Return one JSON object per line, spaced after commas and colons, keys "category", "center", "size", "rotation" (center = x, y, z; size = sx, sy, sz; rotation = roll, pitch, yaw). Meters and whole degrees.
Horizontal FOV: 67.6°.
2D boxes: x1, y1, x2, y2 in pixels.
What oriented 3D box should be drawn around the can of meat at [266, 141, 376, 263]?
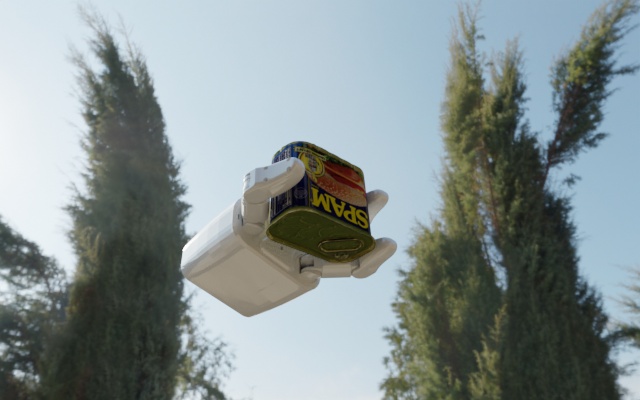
{"category": "can of meat", "center": [0.000, 0.001, 0.450], "size": [0.102, 0.084, 0.057], "rotation": [25, -44, -33]}
